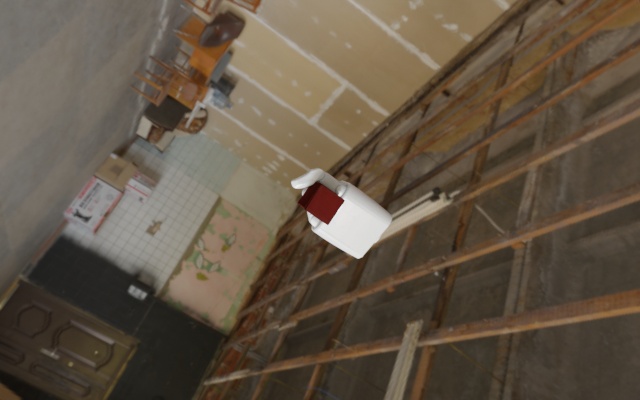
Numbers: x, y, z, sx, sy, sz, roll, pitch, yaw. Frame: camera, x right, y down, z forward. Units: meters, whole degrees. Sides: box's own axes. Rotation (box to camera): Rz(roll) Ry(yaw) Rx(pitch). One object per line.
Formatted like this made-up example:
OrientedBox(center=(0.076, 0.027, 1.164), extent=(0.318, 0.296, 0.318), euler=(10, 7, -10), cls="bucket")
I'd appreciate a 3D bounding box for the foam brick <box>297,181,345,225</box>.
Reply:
OrientedBox(center=(0.000, 0.003, 0.826), extent=(0.051, 0.053, 0.078), euler=(35, -1, -13), cls="foam brick")
